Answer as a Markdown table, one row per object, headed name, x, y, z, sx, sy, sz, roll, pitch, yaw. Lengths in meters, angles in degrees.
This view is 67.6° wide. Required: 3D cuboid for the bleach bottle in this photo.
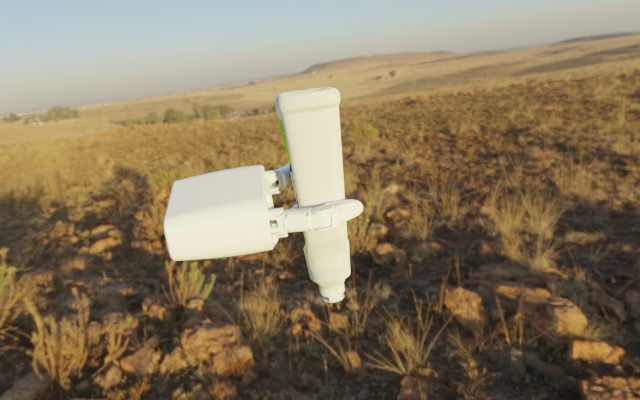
| name | x | y | z | sx | sy | sz | roll | pitch | yaw |
| --- | --- | --- | --- | --- | --- | --- | --- | --- | --- |
| bleach bottle | 0.000 | 0.002 | 0.548 | 0.068 | 0.251 | 0.102 | -9 | 15 | -3 |
